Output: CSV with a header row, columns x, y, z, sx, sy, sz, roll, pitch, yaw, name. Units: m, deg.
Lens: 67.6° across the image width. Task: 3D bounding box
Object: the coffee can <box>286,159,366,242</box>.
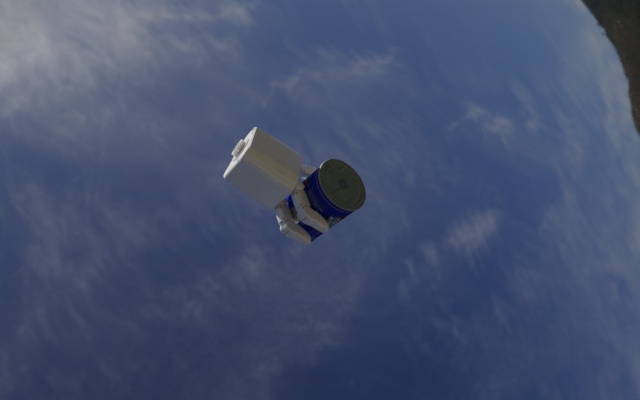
x,y,z,sx,sy,sz,roll,pitch,yaw,name
0.000,0.003,0.882,0.103,0.102,0.140,0,-28,-41,coffee can
